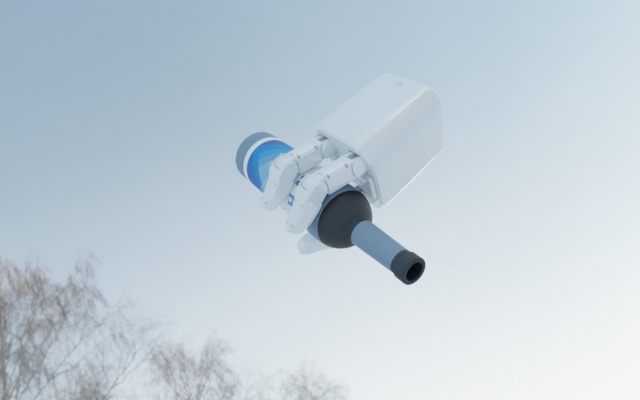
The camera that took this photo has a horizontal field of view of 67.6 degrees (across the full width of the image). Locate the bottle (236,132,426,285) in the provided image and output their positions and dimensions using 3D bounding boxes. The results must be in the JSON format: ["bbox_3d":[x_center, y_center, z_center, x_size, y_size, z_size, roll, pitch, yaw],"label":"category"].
[{"bbox_3d":[0.000,0.002,0.518,0.069,0.069,0.295,0,24,-37],"label":"bottle"}]
